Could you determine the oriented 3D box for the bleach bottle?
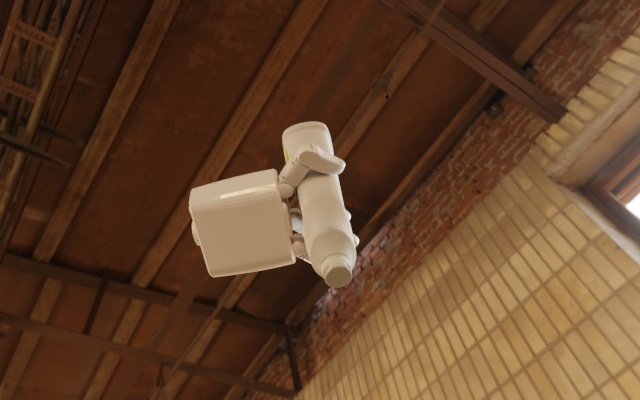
[{"bbox_3d":[0.000,0.002,0.581,0.068,0.103,0.250,-12,35,-1],"label":"bleach bottle"}]
